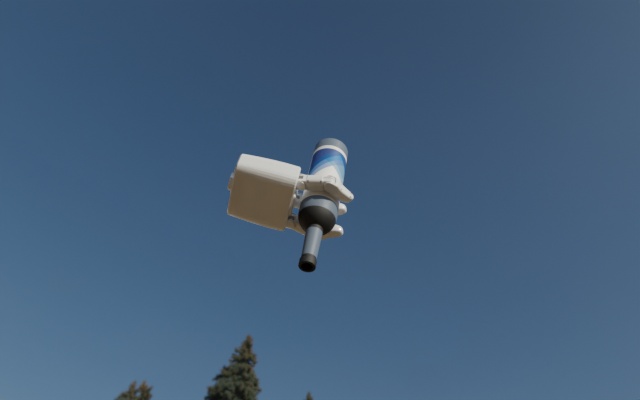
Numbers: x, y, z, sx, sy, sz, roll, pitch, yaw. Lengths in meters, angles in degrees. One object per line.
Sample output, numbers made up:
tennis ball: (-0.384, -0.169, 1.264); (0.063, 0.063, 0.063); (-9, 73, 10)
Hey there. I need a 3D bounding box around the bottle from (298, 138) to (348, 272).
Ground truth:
bottle: (0.000, 0.003, 0.837); (0.069, 0.069, 0.295); (0, 43, 11)
